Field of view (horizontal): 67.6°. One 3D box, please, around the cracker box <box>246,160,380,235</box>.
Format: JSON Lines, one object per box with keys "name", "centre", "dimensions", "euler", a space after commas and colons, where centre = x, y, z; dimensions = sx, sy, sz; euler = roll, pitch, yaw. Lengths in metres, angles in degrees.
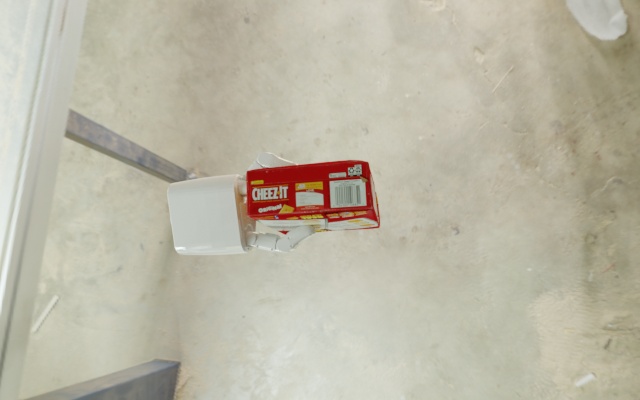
{"name": "cracker box", "centre": [0.000, 0.002, 0.706], "dimensions": [0.164, 0.072, 0.214], "euler": [-4, -10, 9]}
